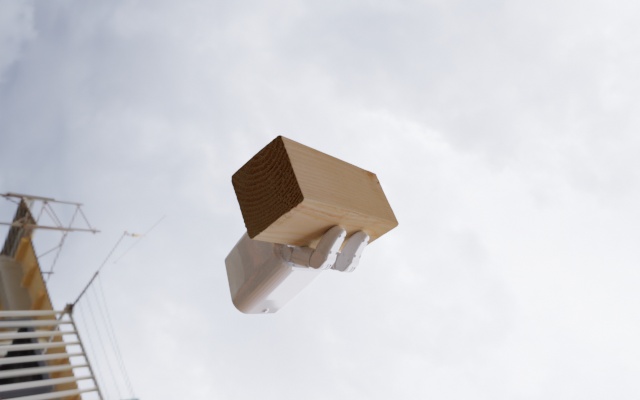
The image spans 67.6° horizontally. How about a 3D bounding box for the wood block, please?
[{"bbox_3d":[0.000,0.002,0.611,0.090,0.090,0.206,-36,-29,26],"label":"wood block"}]
